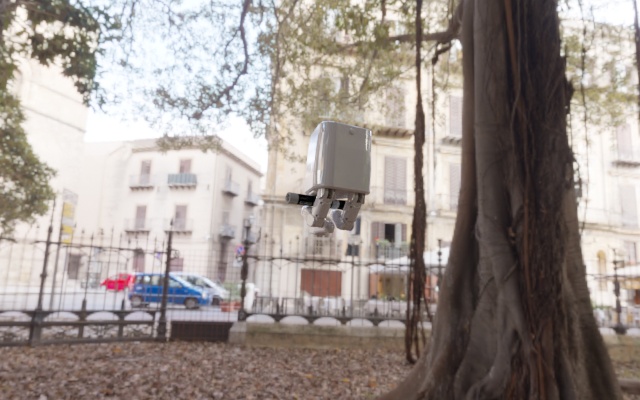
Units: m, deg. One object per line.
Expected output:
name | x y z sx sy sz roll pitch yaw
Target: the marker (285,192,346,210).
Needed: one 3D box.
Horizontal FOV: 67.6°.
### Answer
marker | 0.000 0.003 0.786 0.121 0.020 0.020 8 -4 -29
